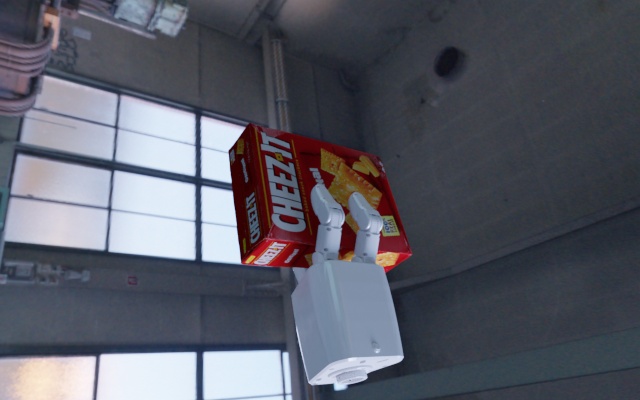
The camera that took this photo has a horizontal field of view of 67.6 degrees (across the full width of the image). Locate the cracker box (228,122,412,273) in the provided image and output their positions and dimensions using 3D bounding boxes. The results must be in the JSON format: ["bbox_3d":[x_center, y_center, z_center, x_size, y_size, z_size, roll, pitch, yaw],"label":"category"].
[{"bbox_3d":[0.000,0.002,0.610,0.214,0.164,0.072,10,-37,-34],"label":"cracker box"}]
